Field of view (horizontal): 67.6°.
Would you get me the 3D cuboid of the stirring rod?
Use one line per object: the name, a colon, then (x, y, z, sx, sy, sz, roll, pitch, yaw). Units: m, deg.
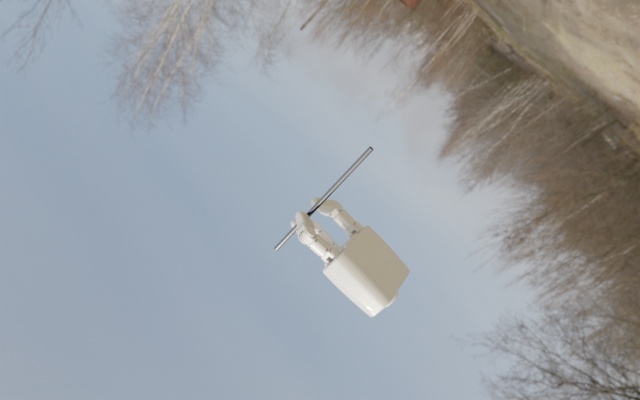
stirring rod: (0.000, 0.002, 0.753, 0.239, 0.011, 0.011, -47, -24, 25)
